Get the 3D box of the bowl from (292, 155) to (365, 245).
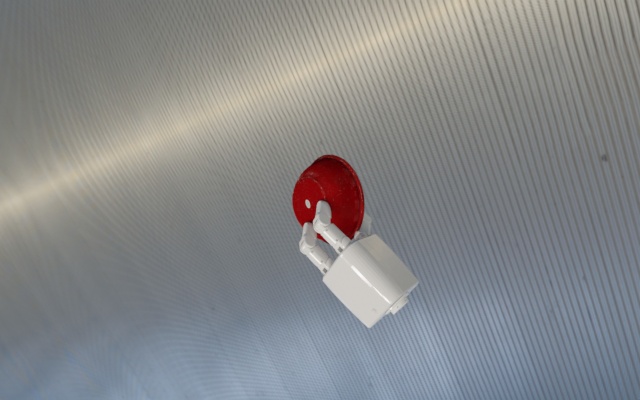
[{"bbox_3d":[-0.001,0.002,0.823,0.055,0.162,0.162,-8,5,-40],"label":"bowl"}]
